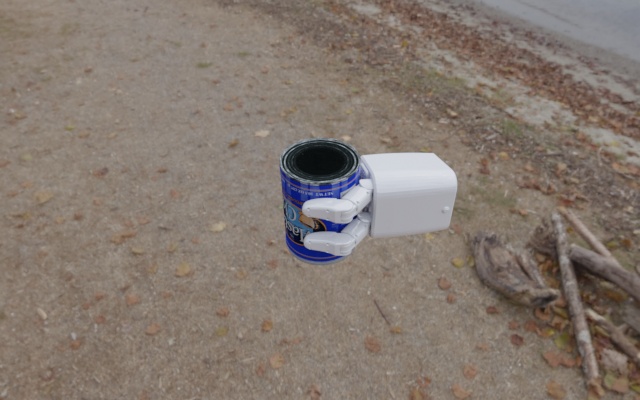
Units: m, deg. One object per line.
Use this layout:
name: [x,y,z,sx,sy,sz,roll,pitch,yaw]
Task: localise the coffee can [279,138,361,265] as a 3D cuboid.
coffee can: [0.000,0.002,0.641,0.103,0.140,0.102,0,39,0]
